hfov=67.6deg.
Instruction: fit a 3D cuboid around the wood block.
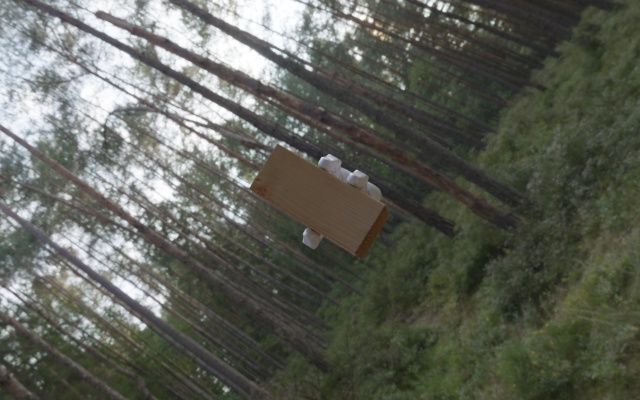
[{"bbox_3d":[0.000,0.003,0.792,0.206,0.091,0.090,30,-5,17],"label":"wood block"}]
